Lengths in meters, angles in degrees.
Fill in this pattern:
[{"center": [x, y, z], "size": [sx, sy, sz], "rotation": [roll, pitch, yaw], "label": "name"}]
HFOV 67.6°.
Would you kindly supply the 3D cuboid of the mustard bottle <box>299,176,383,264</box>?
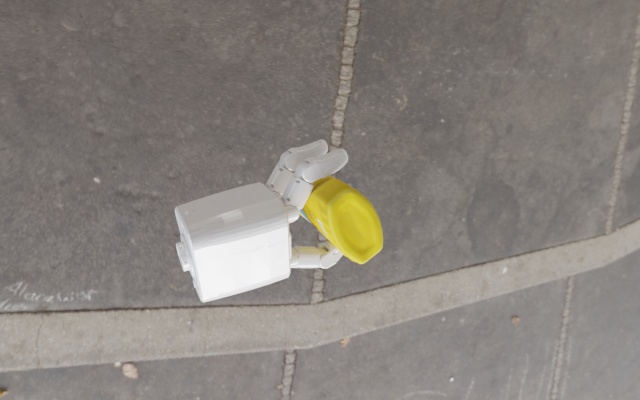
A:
[{"center": [0.000, 0.002, 0.591], "size": [0.058, 0.096, 0.191], "rotation": [-38, 29, -10], "label": "mustard bottle"}]
